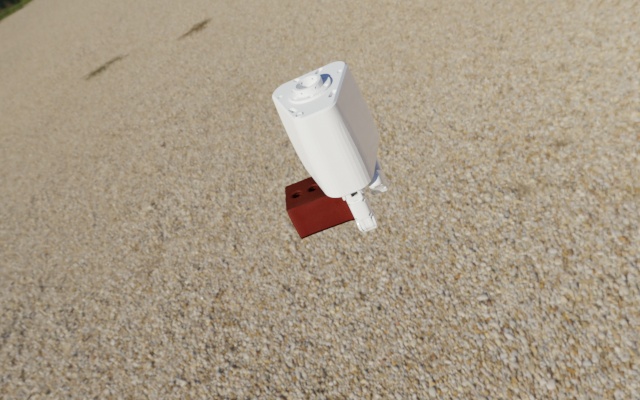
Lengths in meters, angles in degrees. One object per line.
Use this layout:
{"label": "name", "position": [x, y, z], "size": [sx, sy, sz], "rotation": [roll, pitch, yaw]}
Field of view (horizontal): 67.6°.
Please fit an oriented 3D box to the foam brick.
{"label": "foam brick", "position": [0.000, 0.002, 0.595], "size": [0.078, 0.051, 0.053], "rotation": [-21, 37, 10]}
